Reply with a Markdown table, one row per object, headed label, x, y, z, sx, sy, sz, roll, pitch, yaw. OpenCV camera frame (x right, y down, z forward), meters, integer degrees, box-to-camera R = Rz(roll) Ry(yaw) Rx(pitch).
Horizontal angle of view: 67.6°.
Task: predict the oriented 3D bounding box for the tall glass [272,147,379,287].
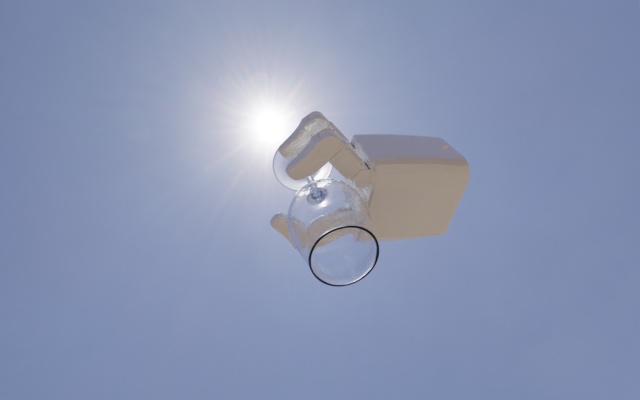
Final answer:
| label | x | y | z | sx | sy | sz | roll | pitch | yaw |
| --- | --- | --- | --- | --- | --- | --- | --- | --- | --- |
| tall glass | 0.000 | 0.001 | 0.487 | 0.079 | 0.079 | 0.201 | 0 | 28 | -13 |
